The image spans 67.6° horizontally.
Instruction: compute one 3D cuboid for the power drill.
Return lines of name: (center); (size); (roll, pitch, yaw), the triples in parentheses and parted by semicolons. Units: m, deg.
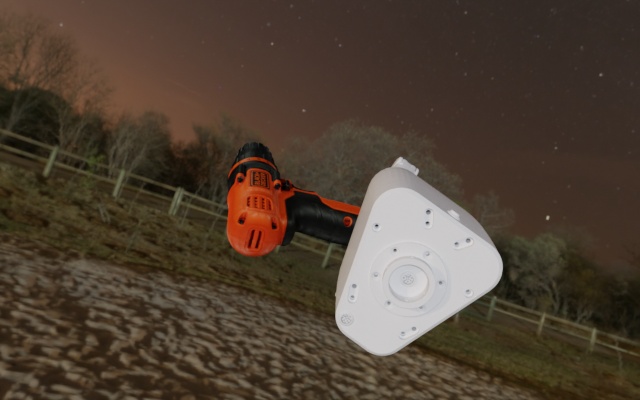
power drill: (0.001, 0.002, 0.478); (0.187, 0.057, 0.184); (9, 28, -12)
